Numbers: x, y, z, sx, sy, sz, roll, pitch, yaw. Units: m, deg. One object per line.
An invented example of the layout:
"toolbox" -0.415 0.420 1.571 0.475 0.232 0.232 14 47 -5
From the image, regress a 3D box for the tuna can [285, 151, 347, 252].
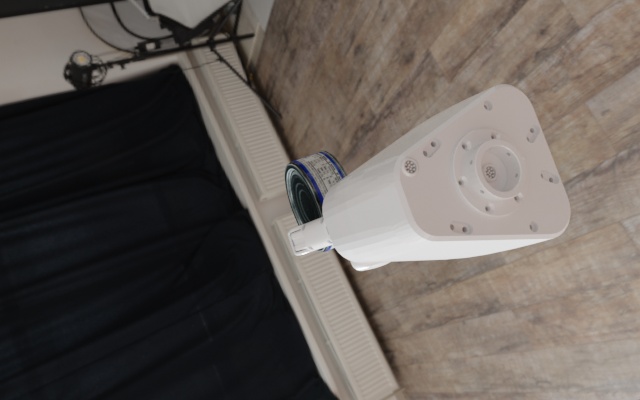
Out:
"tuna can" 0.000 0.002 0.423 0.034 0.086 0.086 -21 7 -18
